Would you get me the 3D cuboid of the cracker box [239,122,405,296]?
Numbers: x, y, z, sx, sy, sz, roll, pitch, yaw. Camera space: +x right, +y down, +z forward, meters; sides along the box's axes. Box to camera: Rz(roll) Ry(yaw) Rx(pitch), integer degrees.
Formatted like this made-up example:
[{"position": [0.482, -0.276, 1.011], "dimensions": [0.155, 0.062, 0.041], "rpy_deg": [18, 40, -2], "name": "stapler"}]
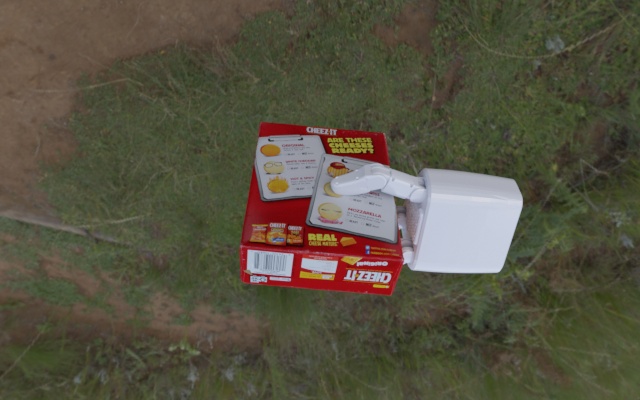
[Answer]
[{"position": [0.000, 0.002, 0.558], "dimensions": [0.164, 0.072, 0.213], "rpy_deg": [5, 43, -4], "name": "cracker box"}]
